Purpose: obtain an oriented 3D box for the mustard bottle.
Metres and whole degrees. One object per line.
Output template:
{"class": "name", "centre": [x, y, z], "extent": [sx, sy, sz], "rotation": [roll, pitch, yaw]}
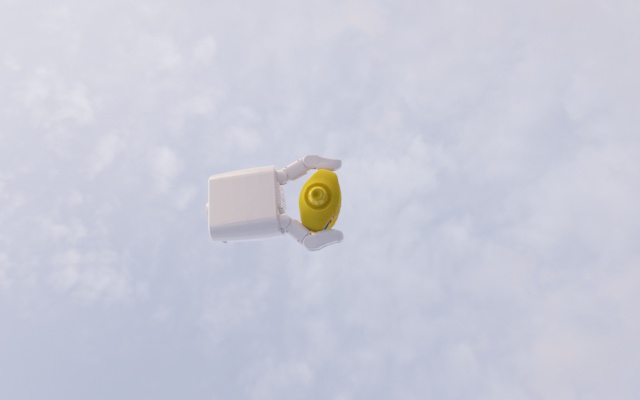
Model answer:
{"class": "mustard bottle", "centre": [0.000, 0.002, 0.736], "extent": [0.058, 0.096, 0.191], "rotation": [17, -5, 5]}
